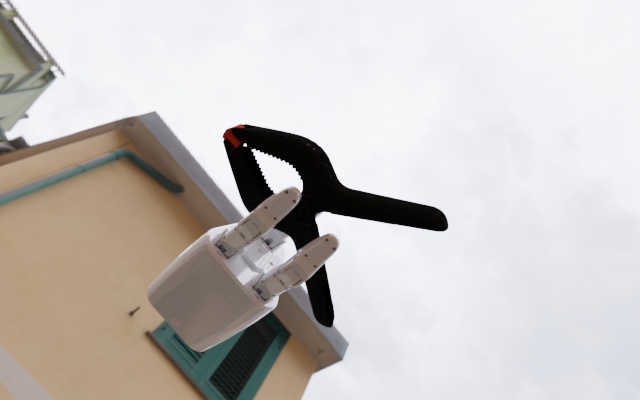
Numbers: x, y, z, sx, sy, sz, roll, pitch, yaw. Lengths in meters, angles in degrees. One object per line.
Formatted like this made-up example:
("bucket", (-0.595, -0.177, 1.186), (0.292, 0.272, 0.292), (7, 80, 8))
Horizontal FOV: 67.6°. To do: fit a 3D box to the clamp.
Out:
("clamp", (0.000, 0.001, 0.441), (0.164, 0.210, 0.036), (-38, 5, 20))
